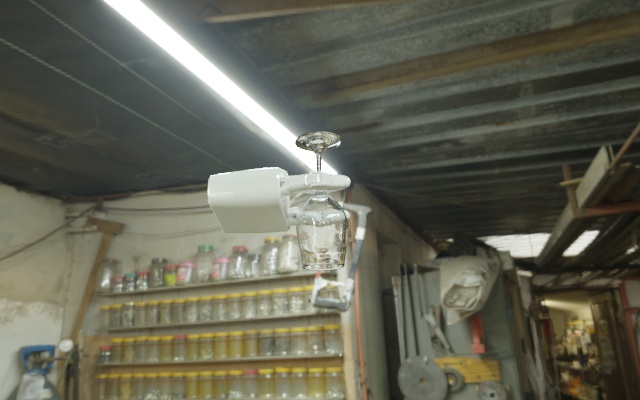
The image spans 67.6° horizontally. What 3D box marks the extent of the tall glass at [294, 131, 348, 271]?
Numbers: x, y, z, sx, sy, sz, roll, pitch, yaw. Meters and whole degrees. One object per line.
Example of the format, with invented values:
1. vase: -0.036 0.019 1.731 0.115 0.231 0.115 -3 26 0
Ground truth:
1. tall glass: 0.000 0.002 0.724 0.079 0.201 0.079 -3 -17 -1
